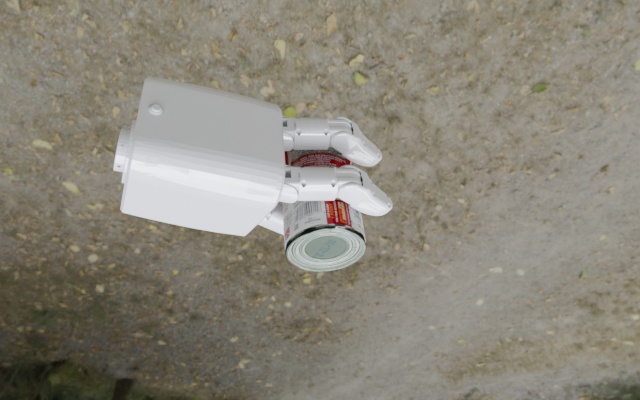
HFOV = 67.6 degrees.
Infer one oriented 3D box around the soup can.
[{"bbox_3d":[0.000,0.002,0.416,0.068,0.102,0.069,-4,-37,-3],"label":"soup can"}]
